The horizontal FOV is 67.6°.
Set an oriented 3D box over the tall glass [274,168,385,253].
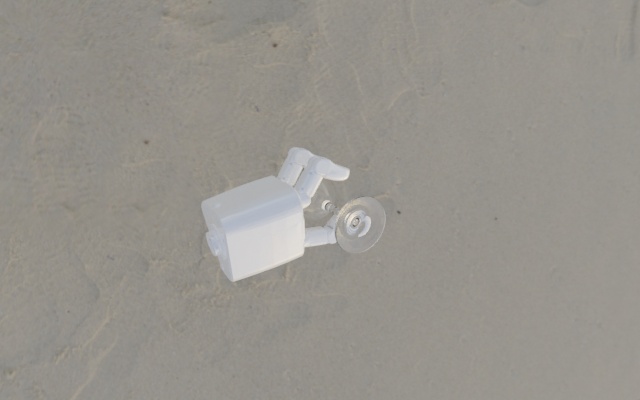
[{"bbox_3d":[0.001,0.002,0.663,0.079,0.079,0.201,0,16,-31],"label":"tall glass"}]
